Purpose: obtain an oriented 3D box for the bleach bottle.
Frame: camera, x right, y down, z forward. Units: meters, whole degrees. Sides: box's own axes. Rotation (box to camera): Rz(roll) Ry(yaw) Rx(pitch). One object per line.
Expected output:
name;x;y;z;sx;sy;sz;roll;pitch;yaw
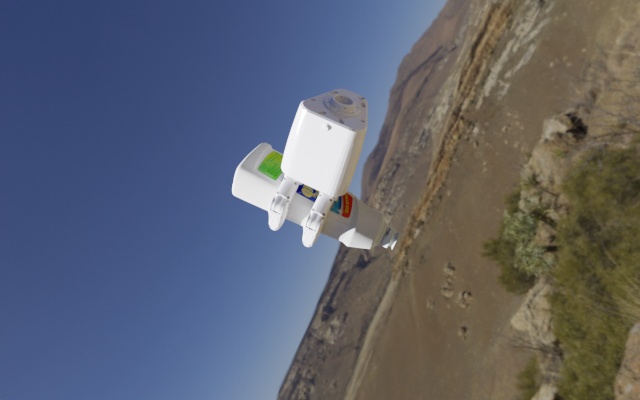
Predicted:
bleach bottle;0.000;0.002;0.716;0.251;0.068;0.102;25;38;8
